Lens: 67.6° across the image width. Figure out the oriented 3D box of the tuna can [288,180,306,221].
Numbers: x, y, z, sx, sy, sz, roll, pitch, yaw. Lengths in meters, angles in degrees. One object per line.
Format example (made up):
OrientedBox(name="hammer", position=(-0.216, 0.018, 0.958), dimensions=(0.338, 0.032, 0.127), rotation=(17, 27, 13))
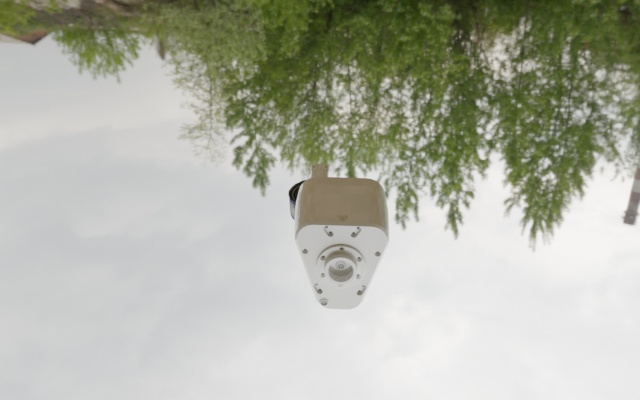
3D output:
OrientedBox(name="tuna can", position=(0.000, 0.003, 0.648), dimensions=(0.086, 0.034, 0.086), rotation=(-2, 28, 1))
